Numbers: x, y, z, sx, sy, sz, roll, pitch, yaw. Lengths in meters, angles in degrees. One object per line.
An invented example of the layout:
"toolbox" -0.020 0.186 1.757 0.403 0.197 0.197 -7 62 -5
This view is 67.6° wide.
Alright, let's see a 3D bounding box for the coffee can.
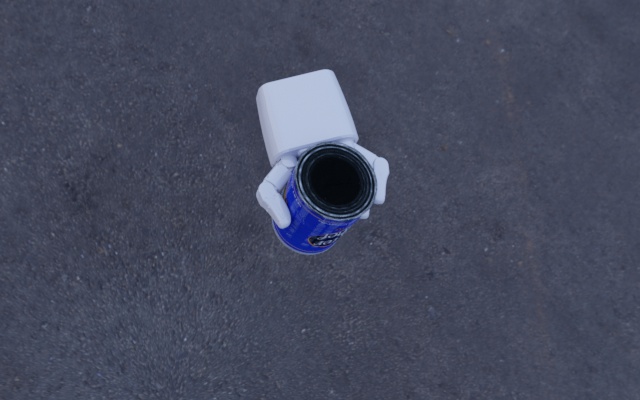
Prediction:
"coffee can" 0.000 0.002 0.618 0.103 0.102 0.140 0 -22 -17
